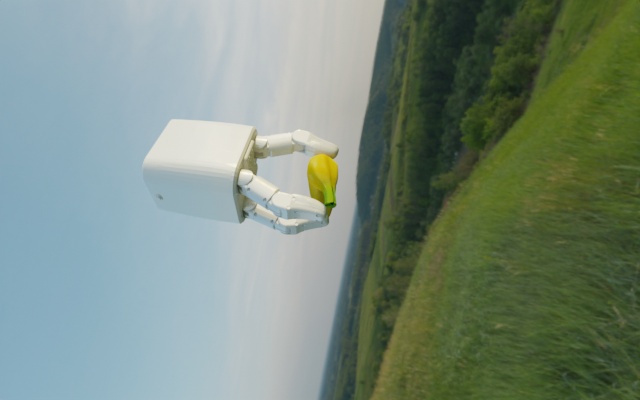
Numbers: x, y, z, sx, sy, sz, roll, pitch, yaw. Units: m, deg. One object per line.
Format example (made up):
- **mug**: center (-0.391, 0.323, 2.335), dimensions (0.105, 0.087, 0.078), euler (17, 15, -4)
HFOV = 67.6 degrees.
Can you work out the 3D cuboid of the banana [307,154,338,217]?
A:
- **banana**: center (0.002, -0.017, 0.589), dimensions (0.037, 0.069, 0.198), euler (4, -6, 1)
